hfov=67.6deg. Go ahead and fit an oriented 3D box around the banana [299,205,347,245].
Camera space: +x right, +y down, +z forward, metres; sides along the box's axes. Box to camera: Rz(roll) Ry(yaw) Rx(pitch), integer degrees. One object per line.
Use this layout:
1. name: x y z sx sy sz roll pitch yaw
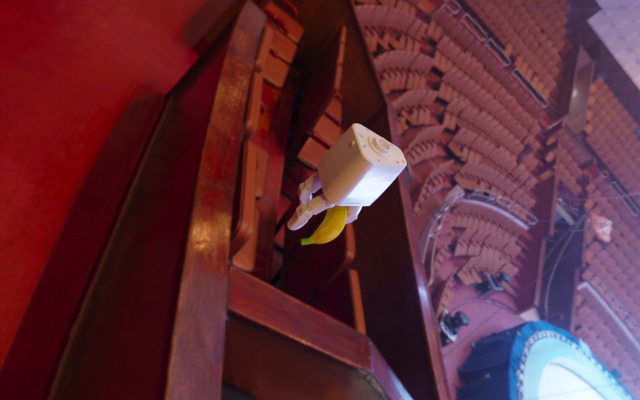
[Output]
1. banana: 0.017 0.012 0.868 0.069 0.037 0.197 23 42 -6
